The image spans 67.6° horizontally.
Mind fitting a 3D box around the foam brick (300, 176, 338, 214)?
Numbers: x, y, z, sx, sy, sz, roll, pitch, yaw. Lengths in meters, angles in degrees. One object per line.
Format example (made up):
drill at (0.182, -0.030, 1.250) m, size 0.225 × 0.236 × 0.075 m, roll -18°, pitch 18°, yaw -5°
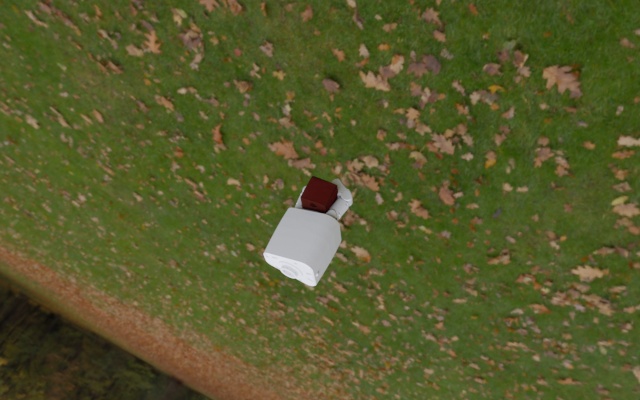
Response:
foam brick at (0.000, 0.003, 0.892) m, size 0.053 × 0.051 × 0.078 m, roll 20°, pitch -29°, yaw 18°
